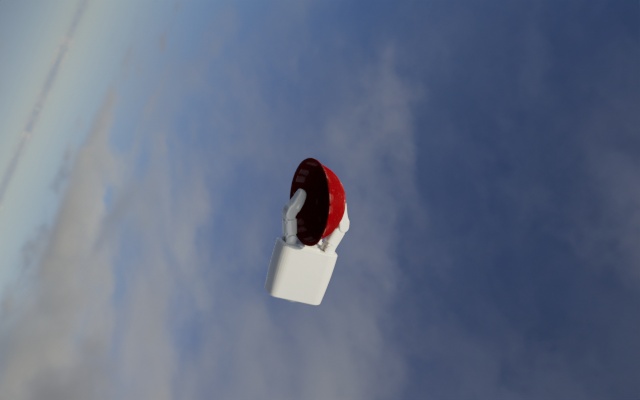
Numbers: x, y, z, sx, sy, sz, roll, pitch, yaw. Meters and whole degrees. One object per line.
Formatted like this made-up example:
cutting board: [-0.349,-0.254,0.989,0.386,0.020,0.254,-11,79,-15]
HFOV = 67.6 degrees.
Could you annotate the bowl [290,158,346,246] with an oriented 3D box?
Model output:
bowl: [0.001,0.002,0.879,0.055,0.162,0.162,0,0,-28]
